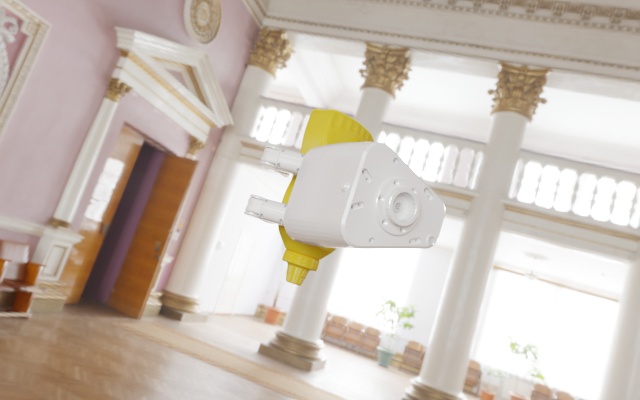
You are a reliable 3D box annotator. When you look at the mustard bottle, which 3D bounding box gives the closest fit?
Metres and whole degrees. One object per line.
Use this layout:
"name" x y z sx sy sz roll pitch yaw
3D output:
"mustard bottle" 0.000 0.001 0.539 0.058 0.191 0.096 11 -11 37
